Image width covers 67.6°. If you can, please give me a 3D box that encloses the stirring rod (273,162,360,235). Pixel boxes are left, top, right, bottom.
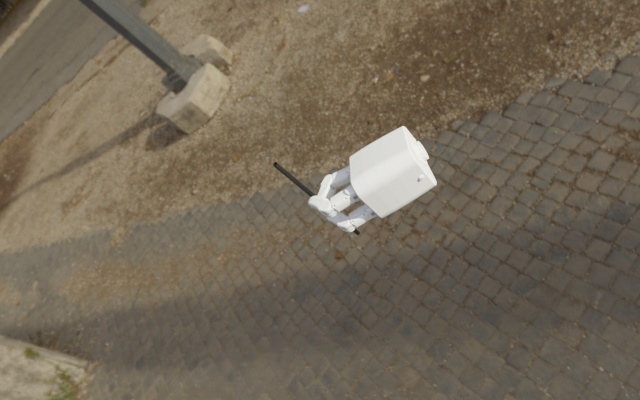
[{"bbox_3d":[0.000,0.003,0.811,0.011,0.011,0.240,0,-29,42],"label":"stirring rod"}]
